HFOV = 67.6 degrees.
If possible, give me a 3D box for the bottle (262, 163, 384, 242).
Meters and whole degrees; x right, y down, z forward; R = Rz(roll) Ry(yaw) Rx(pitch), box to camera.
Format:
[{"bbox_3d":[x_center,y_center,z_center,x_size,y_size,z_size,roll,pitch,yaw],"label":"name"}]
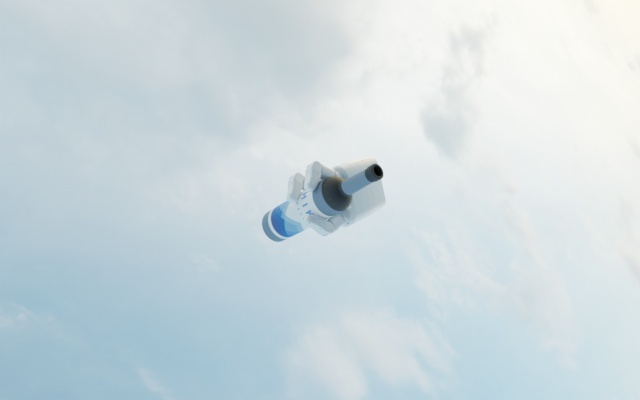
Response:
[{"bbox_3d":[0.000,0.003,0.862,0.069,0.069,0.296,0,-20,-41],"label":"bottle"}]
